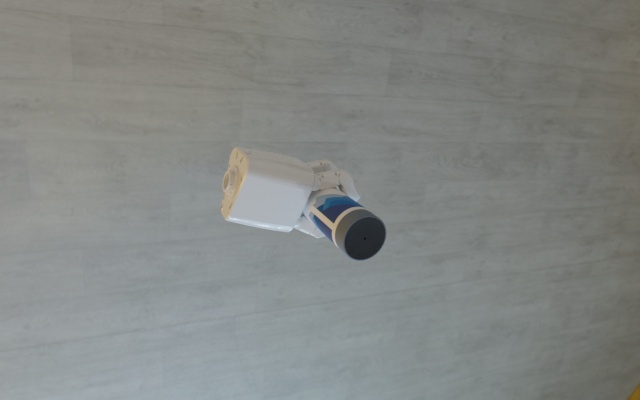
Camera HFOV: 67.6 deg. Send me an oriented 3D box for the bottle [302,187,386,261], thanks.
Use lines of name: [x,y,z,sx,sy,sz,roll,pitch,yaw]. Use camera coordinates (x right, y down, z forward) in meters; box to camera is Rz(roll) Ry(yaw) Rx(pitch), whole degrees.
bottle: [0.000,0.003,0.759,0.069,0.069,0.295,0,19,-25]
